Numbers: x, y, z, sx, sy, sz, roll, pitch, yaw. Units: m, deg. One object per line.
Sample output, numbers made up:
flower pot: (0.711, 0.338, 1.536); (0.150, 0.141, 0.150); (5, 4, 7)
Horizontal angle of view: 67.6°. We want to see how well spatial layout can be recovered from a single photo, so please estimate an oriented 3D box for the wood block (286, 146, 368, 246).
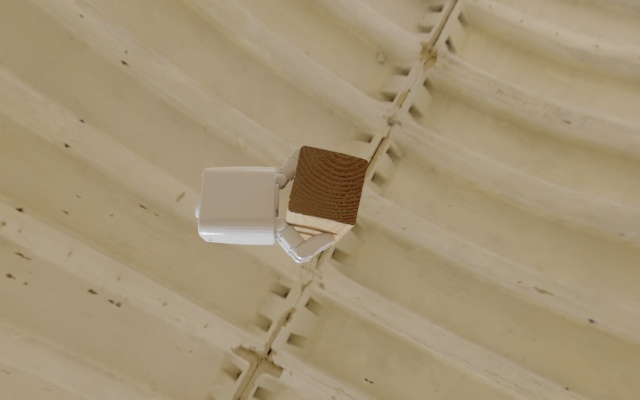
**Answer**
wood block: (0.000, 0.002, 0.697); (0.090, 0.090, 0.206); (12, -13, -3)
